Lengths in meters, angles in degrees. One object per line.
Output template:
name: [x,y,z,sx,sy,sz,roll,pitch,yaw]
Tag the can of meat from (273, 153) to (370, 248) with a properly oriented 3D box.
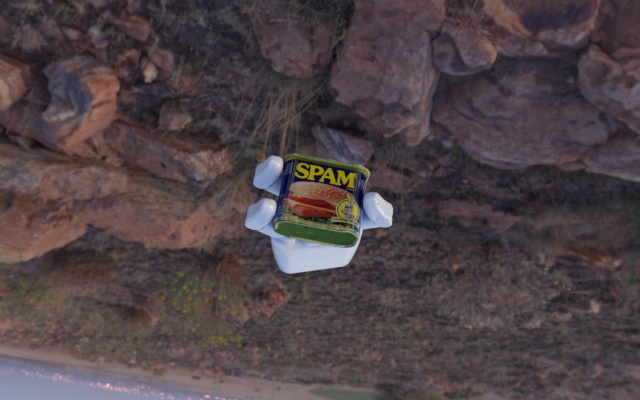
can of meat: [0.000,0.002,0.546,0.102,0.084,0.057,11,-25,-3]
